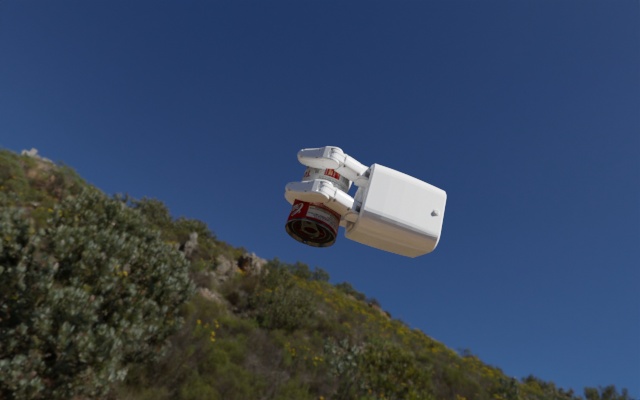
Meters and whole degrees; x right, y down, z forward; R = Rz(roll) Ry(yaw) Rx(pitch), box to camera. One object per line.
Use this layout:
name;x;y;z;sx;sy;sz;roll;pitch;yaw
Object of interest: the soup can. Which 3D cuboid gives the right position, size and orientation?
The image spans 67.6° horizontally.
soup can;0.000;0.002;0.639;0.068;0.102;0.068;13;-31;8
